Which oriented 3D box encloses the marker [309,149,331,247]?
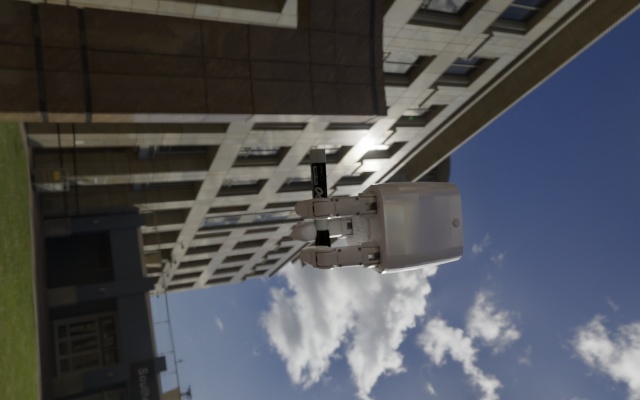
[{"bbox_3d":[0.000,0.002,0.552,0.020,0.121,0.020,-3,3,0],"label":"marker"}]
